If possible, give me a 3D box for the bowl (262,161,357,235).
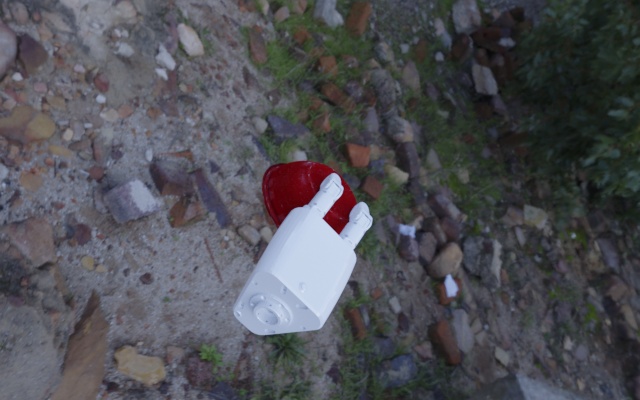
[{"bbox_3d":[0.000,0.001,0.646,0.055,0.162,0.162,-38,-21,29],"label":"bowl"}]
